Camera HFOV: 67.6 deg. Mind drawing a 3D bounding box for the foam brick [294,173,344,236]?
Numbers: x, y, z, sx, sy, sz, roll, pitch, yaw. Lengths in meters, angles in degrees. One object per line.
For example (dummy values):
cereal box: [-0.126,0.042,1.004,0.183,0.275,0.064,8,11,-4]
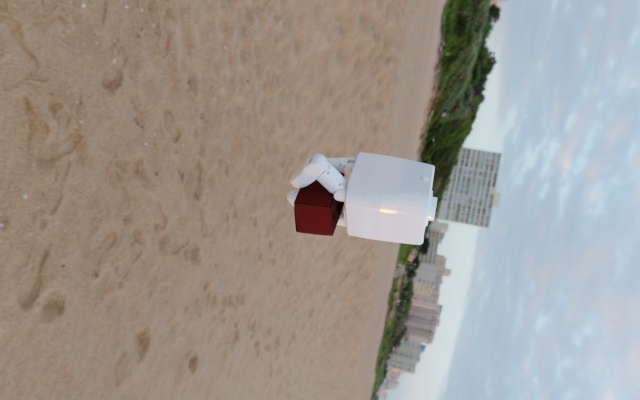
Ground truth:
foam brick: [0.000,0.002,0.648,0.051,0.053,0.078,8,42,13]
